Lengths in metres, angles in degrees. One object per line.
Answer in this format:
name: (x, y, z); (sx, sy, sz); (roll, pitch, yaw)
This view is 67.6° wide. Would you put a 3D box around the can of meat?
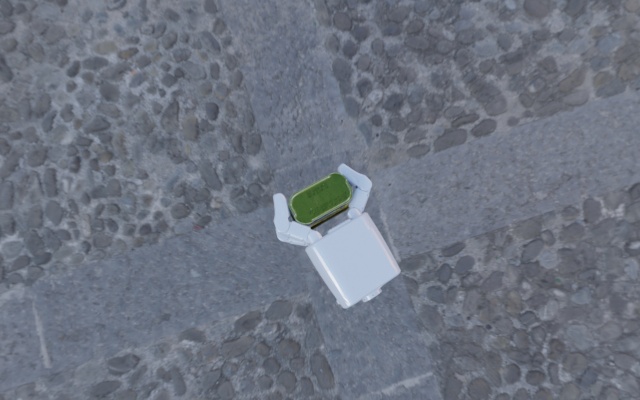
can of meat: (0.000, 0.002, 0.743); (0.102, 0.057, 0.084); (-29, -6, -4)
